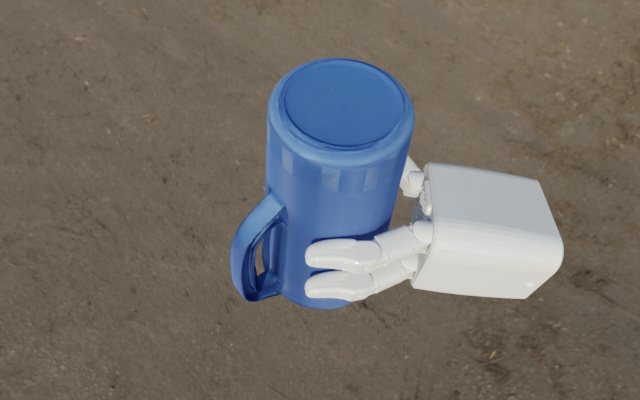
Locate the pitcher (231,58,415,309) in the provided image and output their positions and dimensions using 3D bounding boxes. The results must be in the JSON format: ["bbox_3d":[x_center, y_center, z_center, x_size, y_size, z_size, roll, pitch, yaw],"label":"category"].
[{"bbox_3d":[0.000,0.001,0.436,0.145,0.149,0.243,9,-34,2],"label":"pitcher"}]
